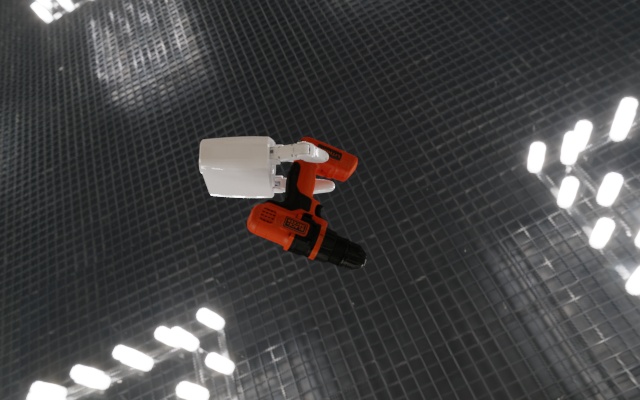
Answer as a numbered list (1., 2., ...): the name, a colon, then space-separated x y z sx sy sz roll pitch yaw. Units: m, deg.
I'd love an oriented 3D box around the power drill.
1. power drill: 0.000 0.002 0.739 0.184 0.187 0.057 23 -35 -7
